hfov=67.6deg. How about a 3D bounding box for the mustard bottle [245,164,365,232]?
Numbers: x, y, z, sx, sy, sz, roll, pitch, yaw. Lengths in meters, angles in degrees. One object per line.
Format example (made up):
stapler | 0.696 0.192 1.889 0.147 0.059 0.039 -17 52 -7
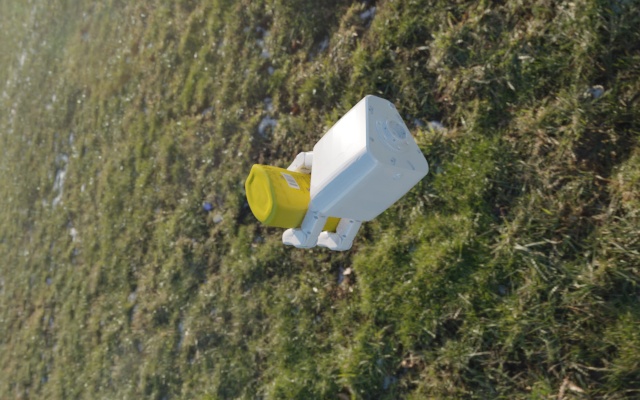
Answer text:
mustard bottle | 0.000 0.002 0.647 0.191 0.058 0.096 8 30 -35
